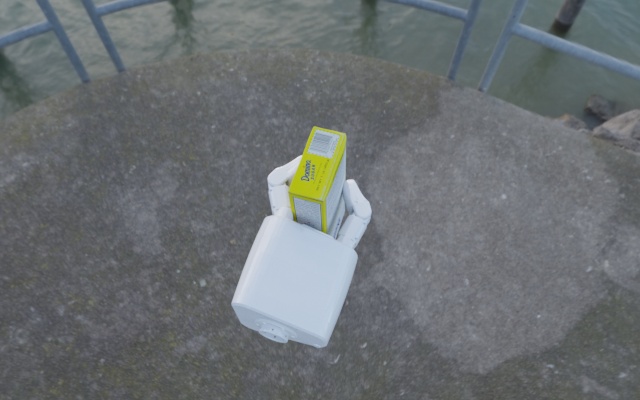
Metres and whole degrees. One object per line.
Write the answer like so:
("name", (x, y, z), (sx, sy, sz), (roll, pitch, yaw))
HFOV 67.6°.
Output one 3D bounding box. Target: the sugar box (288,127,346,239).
("sugar box", (0.000, 0.002, 0.583), (0.048, 0.093, 0.176), (16, -29, 8))
